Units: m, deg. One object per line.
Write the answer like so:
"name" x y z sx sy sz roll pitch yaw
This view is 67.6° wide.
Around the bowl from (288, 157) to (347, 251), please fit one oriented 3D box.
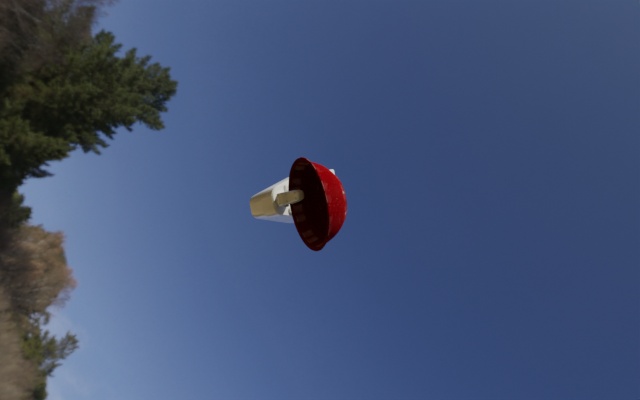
"bowl" 0.001 0.003 0.819 0.055 0.162 0.162 -10 4 -24
